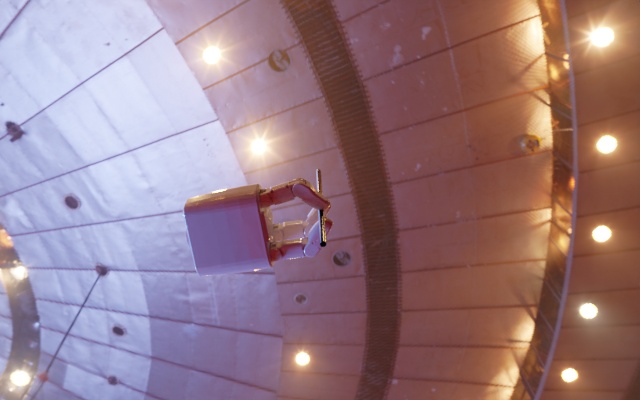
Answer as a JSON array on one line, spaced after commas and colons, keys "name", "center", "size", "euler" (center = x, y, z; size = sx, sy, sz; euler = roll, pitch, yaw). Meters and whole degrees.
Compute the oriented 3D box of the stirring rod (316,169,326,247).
[{"name": "stirring rod", "center": [0.000, 0.002, 0.690], "size": [0.011, 0.011, 0.239], "euler": [0, 25, -2]}]
